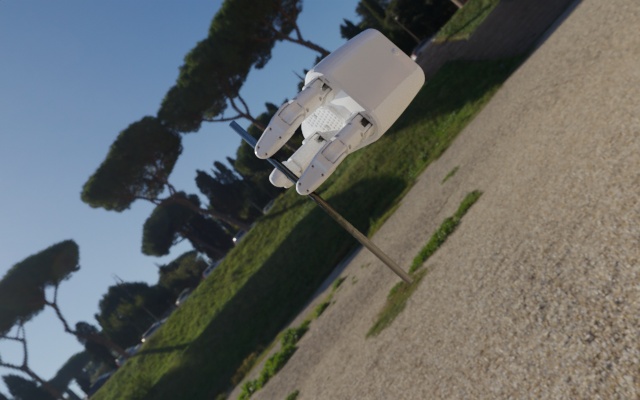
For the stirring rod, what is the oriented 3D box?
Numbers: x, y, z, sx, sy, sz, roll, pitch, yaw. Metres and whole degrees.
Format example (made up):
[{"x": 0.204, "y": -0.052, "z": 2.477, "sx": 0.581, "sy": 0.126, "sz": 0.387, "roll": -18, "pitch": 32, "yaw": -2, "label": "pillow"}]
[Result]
[{"x": 0.000, "y": 0.002, "z": 0.479, "sx": 0.239, "sy": 0.011, "sz": 0.011, "roll": 41, "pitch": 2, "yaw": 2, "label": "stirring rod"}]
